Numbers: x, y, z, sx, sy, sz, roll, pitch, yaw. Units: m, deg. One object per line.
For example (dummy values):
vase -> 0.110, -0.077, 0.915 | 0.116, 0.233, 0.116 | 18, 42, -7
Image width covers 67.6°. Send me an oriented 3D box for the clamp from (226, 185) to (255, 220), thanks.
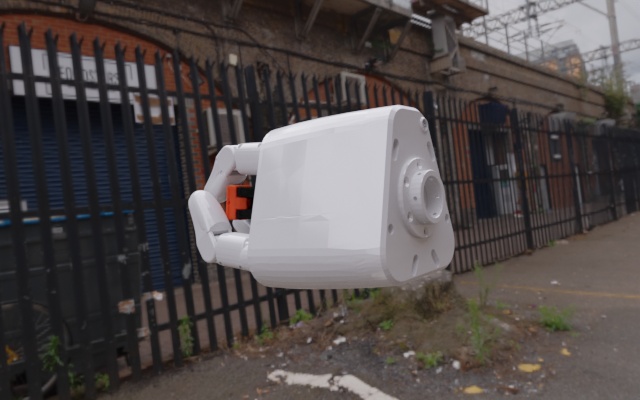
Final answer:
clamp -> 0.000, 0.001, 0.423 | 0.120, 0.039, 0.171 | -5, 0, 40
